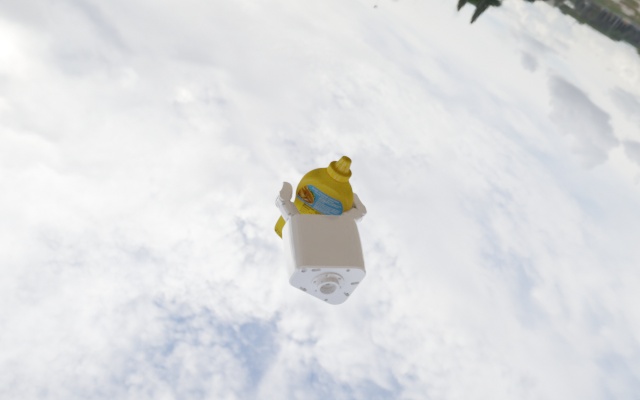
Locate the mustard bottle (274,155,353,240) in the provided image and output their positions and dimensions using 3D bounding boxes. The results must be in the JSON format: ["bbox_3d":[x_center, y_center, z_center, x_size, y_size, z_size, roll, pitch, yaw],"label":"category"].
[{"bbox_3d":[0.000,0.003,0.802,0.096,0.192,0.058,31,34,-1],"label":"mustard bottle"}]
